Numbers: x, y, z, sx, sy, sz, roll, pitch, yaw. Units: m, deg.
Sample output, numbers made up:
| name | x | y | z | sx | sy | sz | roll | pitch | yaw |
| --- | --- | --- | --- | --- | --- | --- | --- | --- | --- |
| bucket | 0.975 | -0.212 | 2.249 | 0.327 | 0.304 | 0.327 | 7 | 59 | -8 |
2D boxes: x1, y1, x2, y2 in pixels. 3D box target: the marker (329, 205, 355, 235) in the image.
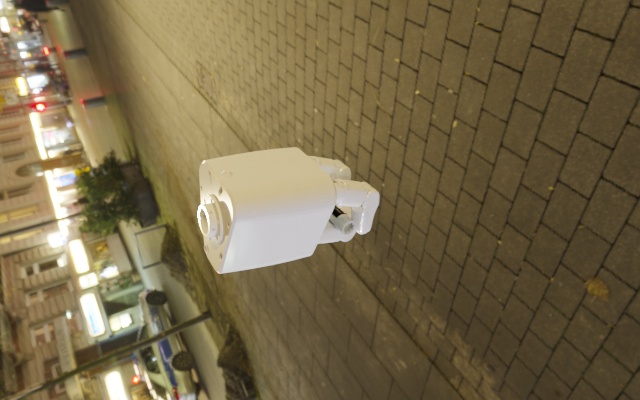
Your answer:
| name | x | y | z | sx | sy | sz | roll | pitch | yaw |
| --- | --- | --- | --- | --- | --- | --- | --- | --- | --- |
| marker | 0.000 | 0.002 | 0.563 | 0.020 | 0.020 | 0.121 | 0 | 28 | -36 |
